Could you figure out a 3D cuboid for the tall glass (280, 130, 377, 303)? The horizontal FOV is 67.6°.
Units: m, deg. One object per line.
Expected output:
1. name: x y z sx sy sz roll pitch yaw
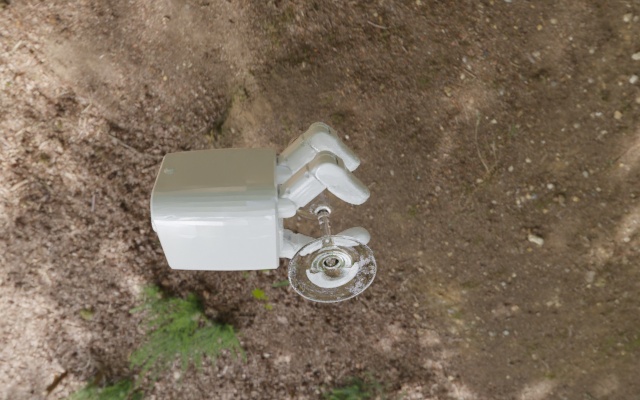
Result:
1. tall glass: 0.000 0.002 0.474 0.079 0.079 0.201 0 35 -7
